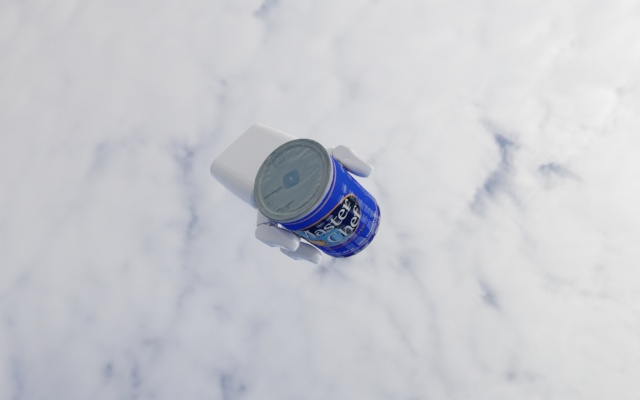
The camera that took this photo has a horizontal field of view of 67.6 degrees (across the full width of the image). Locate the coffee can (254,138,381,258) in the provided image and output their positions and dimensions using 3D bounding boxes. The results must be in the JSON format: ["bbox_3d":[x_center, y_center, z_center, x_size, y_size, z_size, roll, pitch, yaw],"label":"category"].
[{"bbox_3d":[0.000,0.002,0.588,0.103,0.102,0.140,0,-23,32],"label":"coffee can"}]
